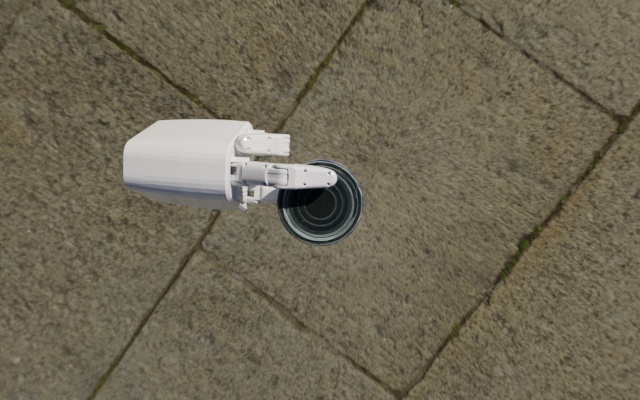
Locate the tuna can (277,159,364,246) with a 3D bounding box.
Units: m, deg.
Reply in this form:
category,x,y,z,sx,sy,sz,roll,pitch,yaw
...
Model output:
category,x,y,z,sx,sy,sz,roll,pitch,yaw
tuna can,0.000,0.002,0.476,0.086,0.086,0.034,0,5,1
